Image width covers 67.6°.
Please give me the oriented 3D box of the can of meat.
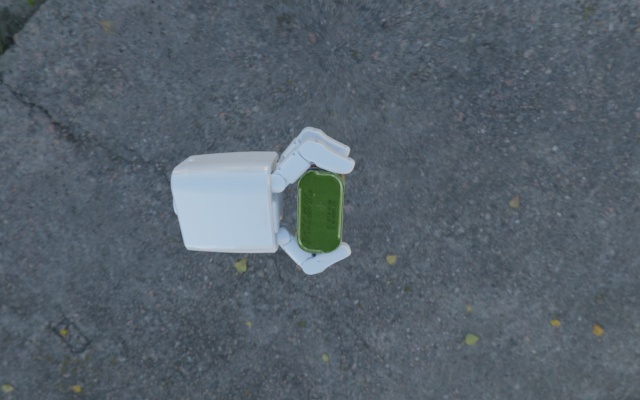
[{"bbox_3d":[0.000,0.002,0.557,0.057,0.102,0.084,2,18,1],"label":"can of meat"}]
